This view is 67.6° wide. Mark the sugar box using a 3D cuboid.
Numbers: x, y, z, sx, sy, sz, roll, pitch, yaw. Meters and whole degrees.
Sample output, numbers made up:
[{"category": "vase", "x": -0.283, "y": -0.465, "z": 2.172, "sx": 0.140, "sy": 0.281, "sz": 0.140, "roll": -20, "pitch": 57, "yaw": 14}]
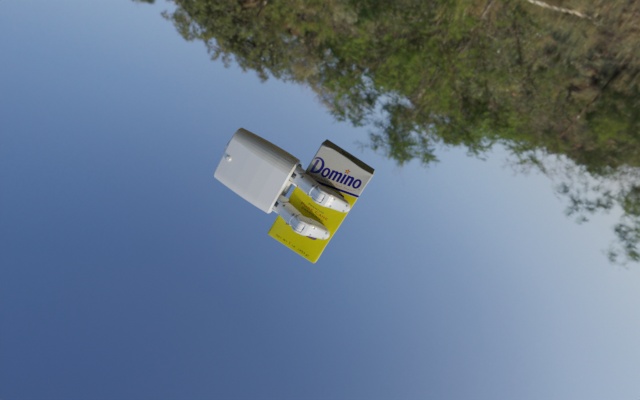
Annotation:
[{"category": "sugar box", "x": 0.000, "y": 0.003, "z": 0.753, "sx": 0.093, "sy": 0.176, "sz": 0.048, "roll": 32, "pitch": 20, "yaw": 1}]
